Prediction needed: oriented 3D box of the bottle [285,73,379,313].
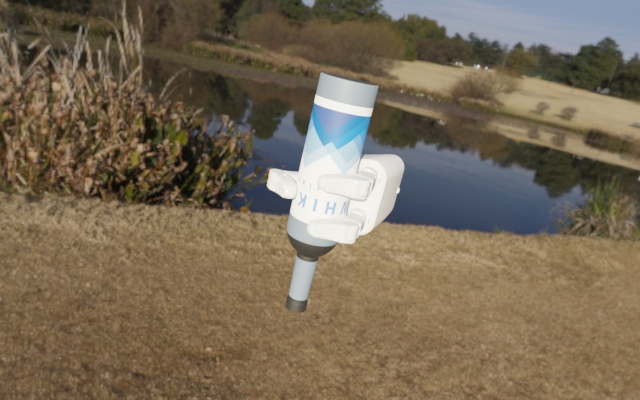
[{"bbox_3d":[0.000,0.002,0.575,0.069,0.296,0.069,12,18,-4],"label":"bottle"}]
